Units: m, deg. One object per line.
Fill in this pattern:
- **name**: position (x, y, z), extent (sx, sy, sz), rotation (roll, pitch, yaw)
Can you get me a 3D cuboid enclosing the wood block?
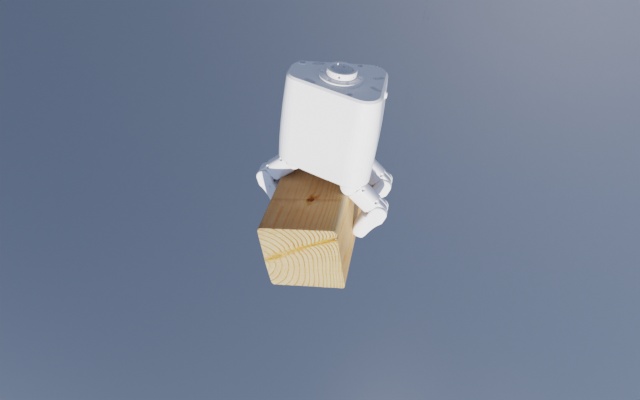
- **wood block**: position (0.000, 0.002, 0.604), extent (0.091, 0.090, 0.206), rotation (1, 38, 14)
